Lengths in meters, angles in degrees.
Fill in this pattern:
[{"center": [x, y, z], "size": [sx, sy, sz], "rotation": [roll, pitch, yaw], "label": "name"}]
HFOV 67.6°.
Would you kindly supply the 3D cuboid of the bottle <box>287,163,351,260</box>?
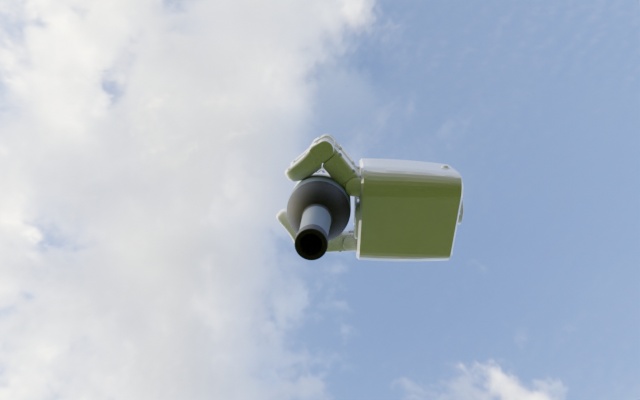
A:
[{"center": [0.000, 0.002, 0.528], "size": [0.069, 0.069, 0.295], "rotation": [0, 13, 3], "label": "bottle"}]
